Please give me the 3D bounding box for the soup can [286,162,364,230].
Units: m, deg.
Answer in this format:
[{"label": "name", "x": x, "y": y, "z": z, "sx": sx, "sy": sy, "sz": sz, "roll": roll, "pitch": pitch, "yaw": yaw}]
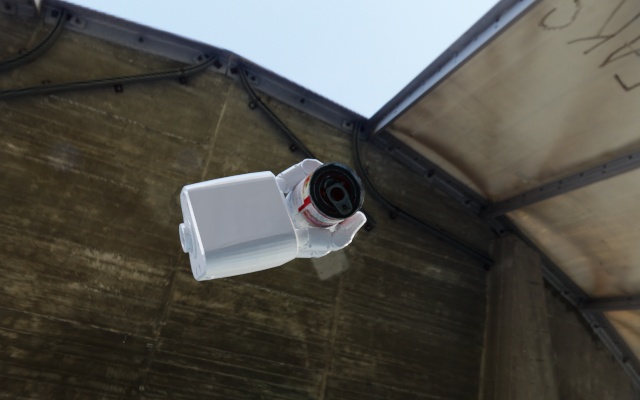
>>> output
[{"label": "soup can", "x": 0.000, "y": 0.002, "z": 0.582, "sx": 0.068, "sy": 0.068, "sz": 0.102, "roll": 0, "pitch": -15, "yaw": -22}]
